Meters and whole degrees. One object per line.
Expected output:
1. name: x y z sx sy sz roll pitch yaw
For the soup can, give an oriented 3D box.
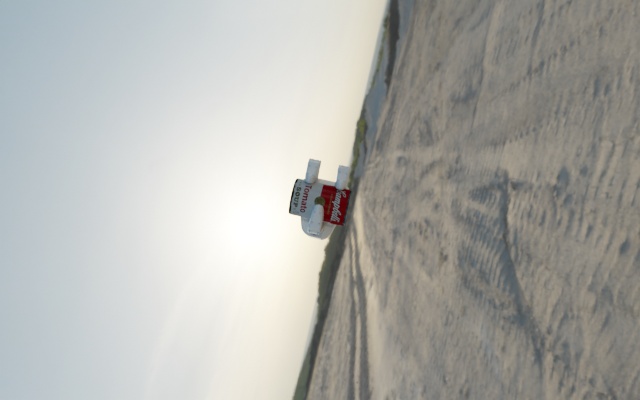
1. soup can: 0.000 0.003 0.848 0.102 0.068 0.068 13 0 3
